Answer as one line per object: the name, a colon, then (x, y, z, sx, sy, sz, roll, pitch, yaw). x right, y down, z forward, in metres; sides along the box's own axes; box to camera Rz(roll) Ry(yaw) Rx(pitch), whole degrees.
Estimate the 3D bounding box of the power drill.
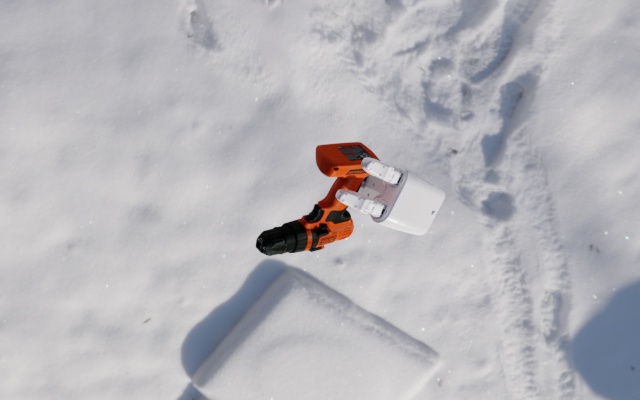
power drill: (0.001, 0.002, 0.726, 0.184, 0.188, 0.057, -12, 50, -41)
